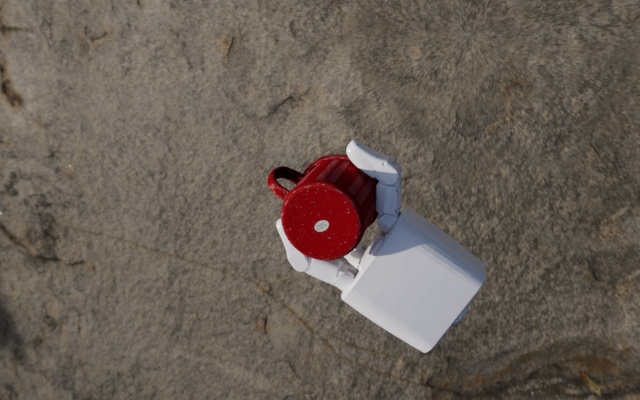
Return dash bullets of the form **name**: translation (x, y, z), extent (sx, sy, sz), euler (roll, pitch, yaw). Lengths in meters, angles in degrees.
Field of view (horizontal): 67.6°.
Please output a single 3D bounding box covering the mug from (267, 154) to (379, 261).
- **mug**: translation (-0.001, 0.001, 0.478), extent (0.117, 0.093, 0.081), euler (32, 25, 3)
